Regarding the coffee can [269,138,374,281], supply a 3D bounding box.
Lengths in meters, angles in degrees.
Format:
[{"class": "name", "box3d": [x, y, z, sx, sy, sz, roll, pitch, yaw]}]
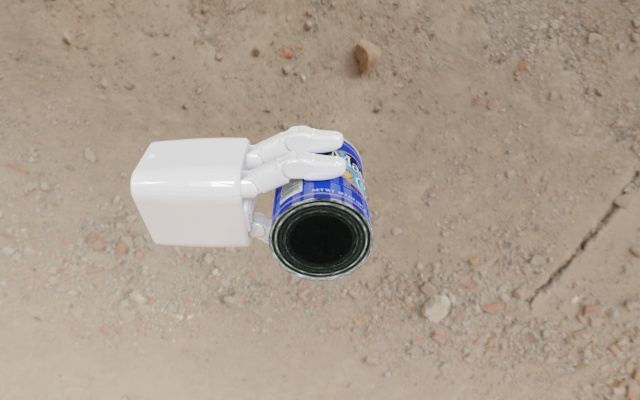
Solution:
[{"class": "coffee can", "box3d": [0.000, 0.002, 0.520, 0.103, 0.103, 0.140, 0, 34, -1]}]
